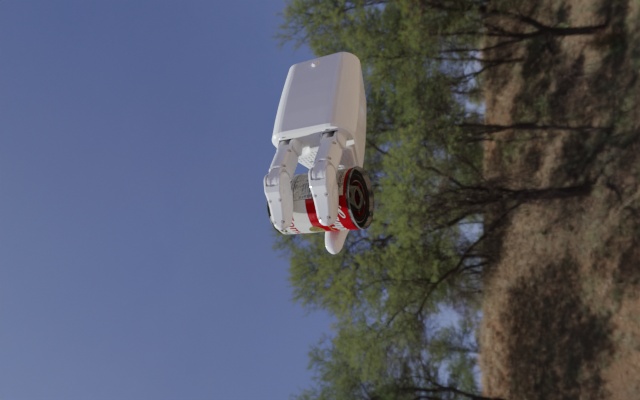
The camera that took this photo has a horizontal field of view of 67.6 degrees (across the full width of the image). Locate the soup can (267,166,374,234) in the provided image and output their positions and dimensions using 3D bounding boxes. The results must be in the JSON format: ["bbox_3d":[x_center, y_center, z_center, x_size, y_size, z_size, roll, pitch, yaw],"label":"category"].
[{"bbox_3d":[0.000,0.002,0.533,0.102,0.068,0.068,-6,-3,28],"label":"soup can"}]
